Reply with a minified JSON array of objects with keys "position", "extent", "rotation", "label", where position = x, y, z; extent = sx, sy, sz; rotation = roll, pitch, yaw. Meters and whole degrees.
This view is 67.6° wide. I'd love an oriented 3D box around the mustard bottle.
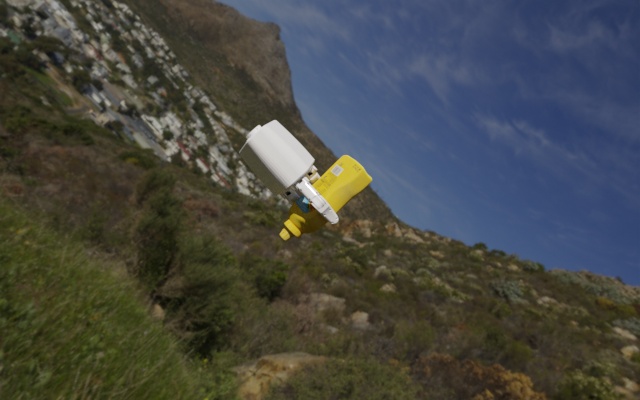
[{"position":[0.001,0.003,0.871],"extent":[0.058,0.191,0.096],"rotation":[48,-1,-30],"label":"mustard bottle"}]
